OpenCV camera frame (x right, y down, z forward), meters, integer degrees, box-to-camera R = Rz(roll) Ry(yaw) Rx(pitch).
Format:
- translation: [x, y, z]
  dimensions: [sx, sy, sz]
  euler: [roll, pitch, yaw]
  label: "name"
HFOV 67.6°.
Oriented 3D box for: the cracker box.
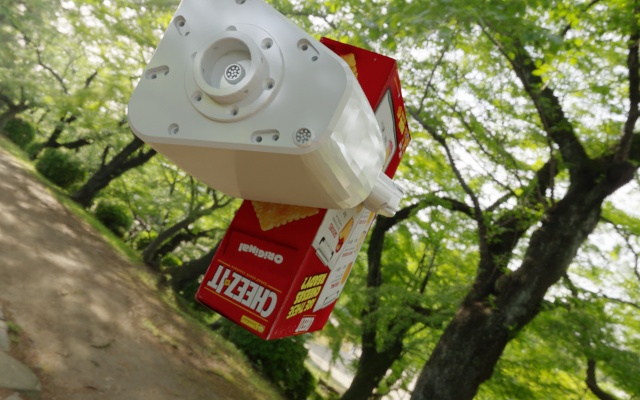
- translation: [0.000, 0.001, 0.407]
  dimensions: [0.072, 0.213, 0.164]
  euler: [24, -6, 18]
  label: "cracker box"
